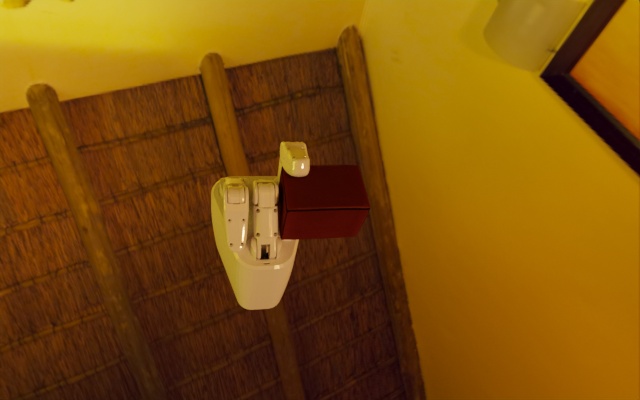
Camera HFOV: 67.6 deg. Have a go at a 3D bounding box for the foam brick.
[{"bbox_3d":[0.000,0.002,0.456,0.078,0.053,0.051,-1,-36,-12],"label":"foam brick"}]
